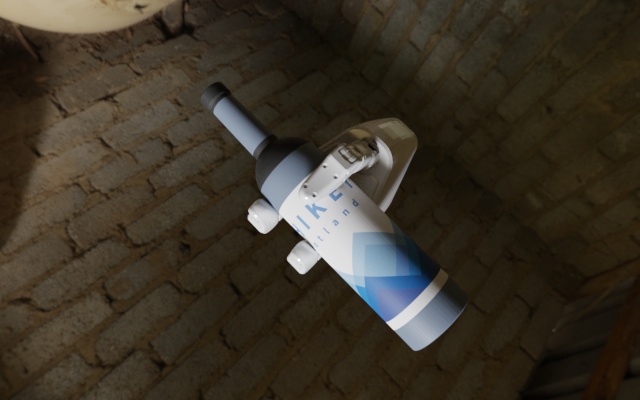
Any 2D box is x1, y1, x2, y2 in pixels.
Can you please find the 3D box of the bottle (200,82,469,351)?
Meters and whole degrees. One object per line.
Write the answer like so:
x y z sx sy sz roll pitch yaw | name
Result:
0.000 0.002 0.428 0.069 0.295 0.069 -44 -8 -8 | bottle
